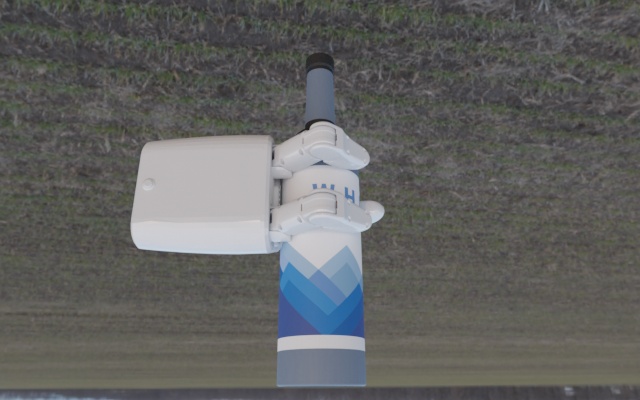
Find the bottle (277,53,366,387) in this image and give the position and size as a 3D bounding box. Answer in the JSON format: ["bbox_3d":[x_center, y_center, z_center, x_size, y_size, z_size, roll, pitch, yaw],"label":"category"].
[{"bbox_3d":[0.000,0.002,0.409,0.069,0.295,0.069,0,-22,0],"label":"bottle"}]
